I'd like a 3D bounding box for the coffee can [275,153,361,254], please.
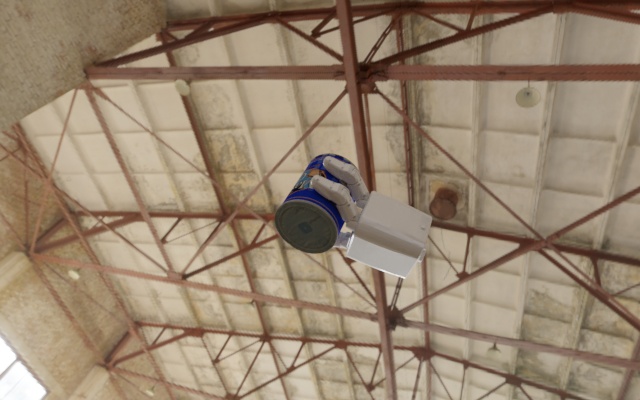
[{"bbox_3d":[0.000,0.003,0.777,0.103,0.103,0.140,0,36,25],"label":"coffee can"}]
